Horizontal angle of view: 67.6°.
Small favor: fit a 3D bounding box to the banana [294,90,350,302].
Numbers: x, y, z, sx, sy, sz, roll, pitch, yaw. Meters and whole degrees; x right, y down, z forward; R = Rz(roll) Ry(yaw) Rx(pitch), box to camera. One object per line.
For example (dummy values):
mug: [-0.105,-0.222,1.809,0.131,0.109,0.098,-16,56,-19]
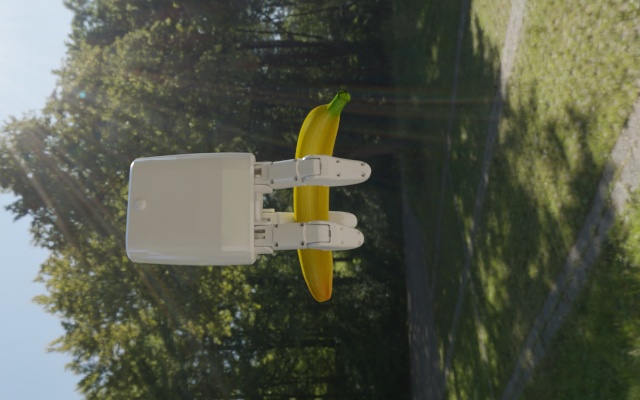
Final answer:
banana: [-0.005,-0.005,0.465,0.037,0.198,0.069,1,9,-16]
